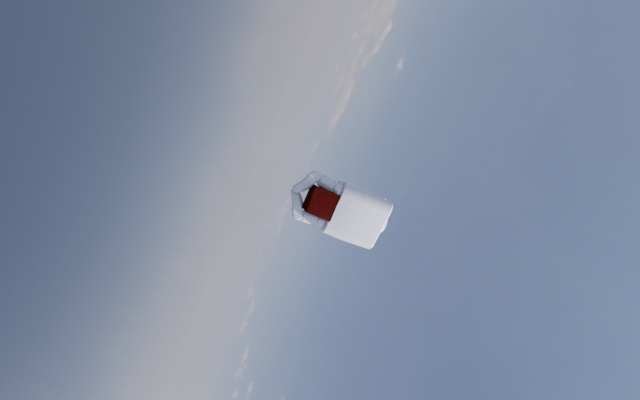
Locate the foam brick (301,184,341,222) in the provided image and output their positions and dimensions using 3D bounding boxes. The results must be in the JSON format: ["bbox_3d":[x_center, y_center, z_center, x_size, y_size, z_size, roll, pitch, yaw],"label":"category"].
[{"bbox_3d":[0.000,0.003,0.894,0.051,0.053,0.078,23,2,-8],"label":"foam brick"}]
